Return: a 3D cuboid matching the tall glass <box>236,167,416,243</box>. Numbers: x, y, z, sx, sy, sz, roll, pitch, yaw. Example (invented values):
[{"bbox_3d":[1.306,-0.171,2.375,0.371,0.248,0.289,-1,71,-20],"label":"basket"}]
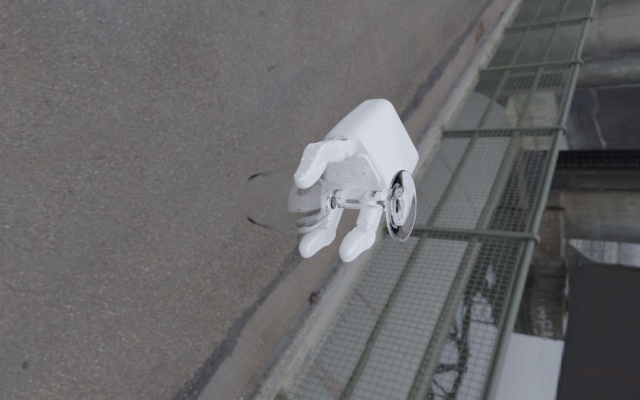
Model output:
[{"bbox_3d":[0.001,0.002,0.538,0.201,0.079,0.079,3,1,32],"label":"tall glass"}]
